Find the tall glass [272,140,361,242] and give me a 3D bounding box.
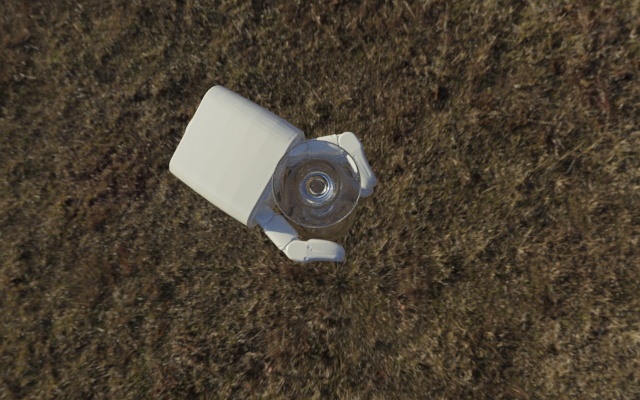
[{"bbox_3d":[0.000,0.002,0.491,0.079,0.079,0.201,0,-10,2],"label":"tall glass"}]
